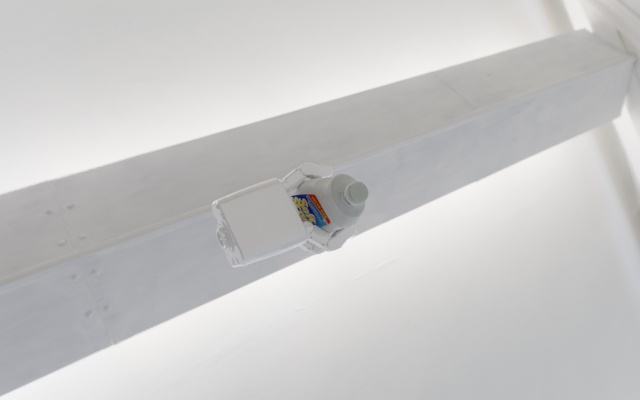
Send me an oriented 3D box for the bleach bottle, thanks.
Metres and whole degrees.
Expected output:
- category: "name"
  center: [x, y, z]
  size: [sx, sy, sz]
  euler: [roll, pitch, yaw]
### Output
- category: "bleach bottle"
  center: [0.000, 0.003, 0.760]
  size: [0.068, 0.102, 0.251]
  euler: [-21, -1, -26]
